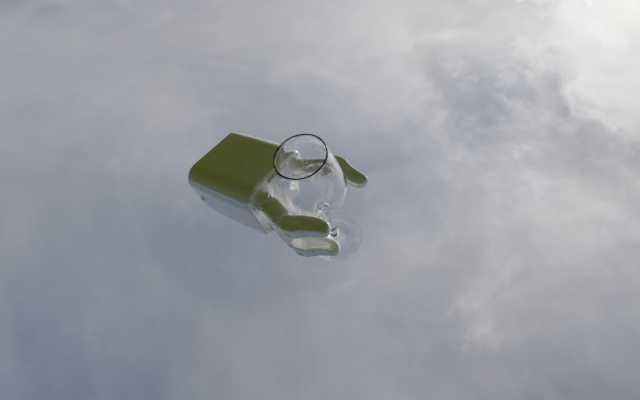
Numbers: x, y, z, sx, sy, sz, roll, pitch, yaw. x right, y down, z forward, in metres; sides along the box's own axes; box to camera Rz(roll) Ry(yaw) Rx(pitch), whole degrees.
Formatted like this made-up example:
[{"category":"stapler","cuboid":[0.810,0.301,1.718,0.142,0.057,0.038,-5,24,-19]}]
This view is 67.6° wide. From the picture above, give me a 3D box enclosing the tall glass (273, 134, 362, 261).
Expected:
[{"category":"tall glass","cuboid":[0.000,0.002,0.598,0.079,0.079,0.201,0,-30,15]}]
